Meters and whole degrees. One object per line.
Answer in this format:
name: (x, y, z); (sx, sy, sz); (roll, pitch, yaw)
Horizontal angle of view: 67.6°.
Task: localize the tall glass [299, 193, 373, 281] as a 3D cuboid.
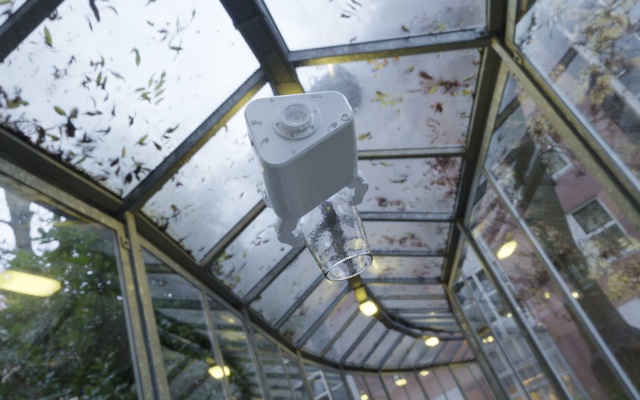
tall glass: (0.000, 0.002, 0.619); (0.079, 0.201, 0.079); (-18, -30, -11)
